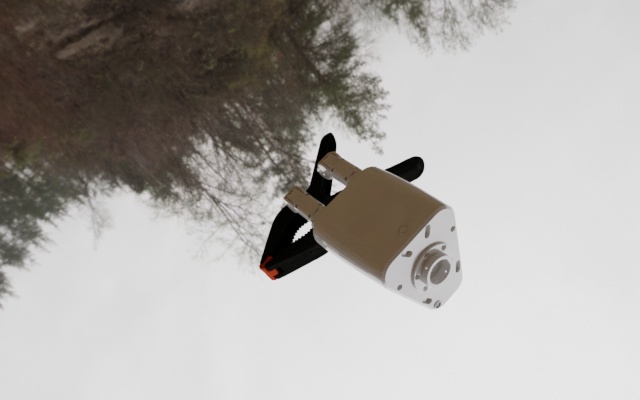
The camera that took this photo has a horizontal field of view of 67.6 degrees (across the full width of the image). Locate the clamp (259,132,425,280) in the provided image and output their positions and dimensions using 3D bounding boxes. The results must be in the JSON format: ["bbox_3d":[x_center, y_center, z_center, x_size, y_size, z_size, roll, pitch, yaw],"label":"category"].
[{"bbox_3d":[0.000,0.003,0.567,0.164,0.210,0.036,33,-15,49],"label":"clamp"}]
